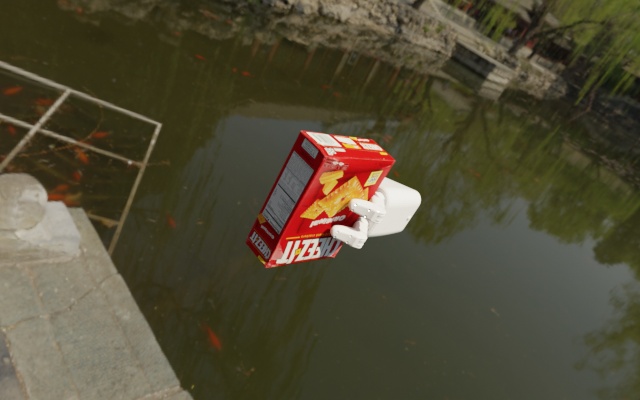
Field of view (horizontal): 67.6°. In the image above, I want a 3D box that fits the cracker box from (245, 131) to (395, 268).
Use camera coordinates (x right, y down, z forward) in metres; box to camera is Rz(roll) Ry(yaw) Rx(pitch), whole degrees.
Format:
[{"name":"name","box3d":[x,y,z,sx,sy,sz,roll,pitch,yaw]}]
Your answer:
[{"name":"cracker box","box3d":[0.000,0.002,0.754,0.164,0.214,0.072,-1,39,-46]}]
